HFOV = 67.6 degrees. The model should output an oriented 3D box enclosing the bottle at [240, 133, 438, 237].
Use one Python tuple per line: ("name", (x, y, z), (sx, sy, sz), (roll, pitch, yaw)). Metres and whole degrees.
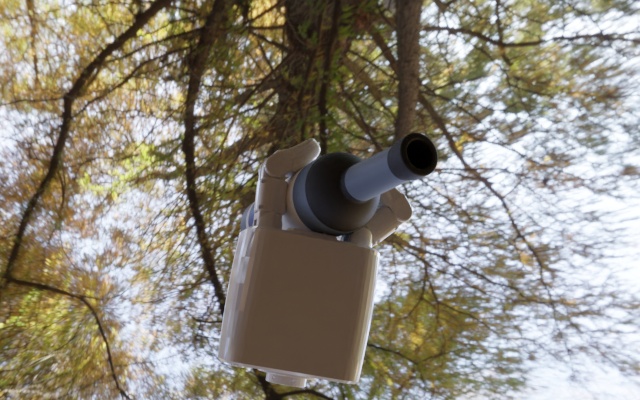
("bottle", (0.000, 0.001, 0.418), (0.069, 0.069, 0.296), (0, -12, -25))
